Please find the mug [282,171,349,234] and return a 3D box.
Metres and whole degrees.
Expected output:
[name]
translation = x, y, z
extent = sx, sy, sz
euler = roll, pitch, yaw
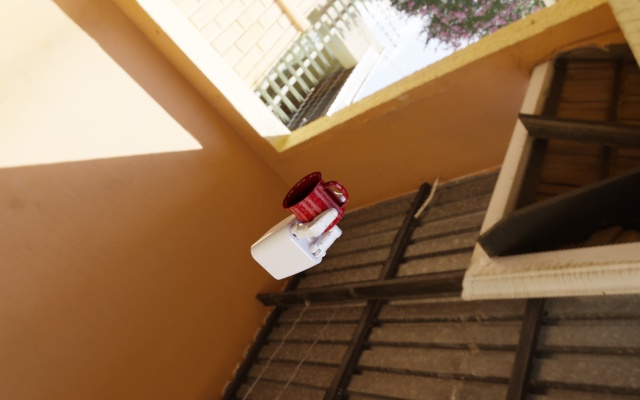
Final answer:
[mug]
translation = 0.001, 0.002, 0.869
extent = 0.117, 0.081, 0.093
euler = -28, 26, 32
